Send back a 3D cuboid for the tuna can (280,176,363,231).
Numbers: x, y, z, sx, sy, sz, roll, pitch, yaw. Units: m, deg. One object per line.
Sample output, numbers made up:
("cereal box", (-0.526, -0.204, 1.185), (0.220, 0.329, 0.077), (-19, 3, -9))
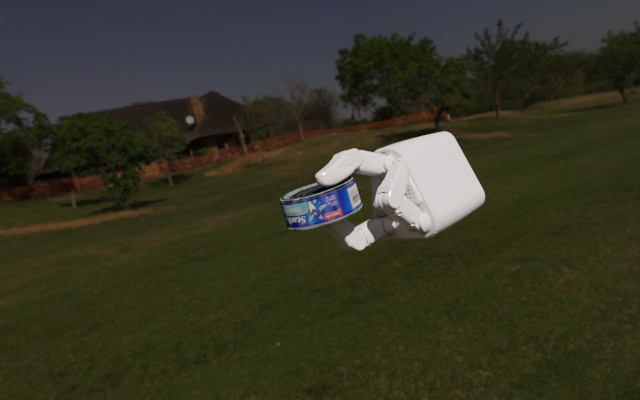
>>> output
("tuna can", (0.000, 0.001, 0.516), (0.086, 0.034, 0.086), (-16, 10, 3))
